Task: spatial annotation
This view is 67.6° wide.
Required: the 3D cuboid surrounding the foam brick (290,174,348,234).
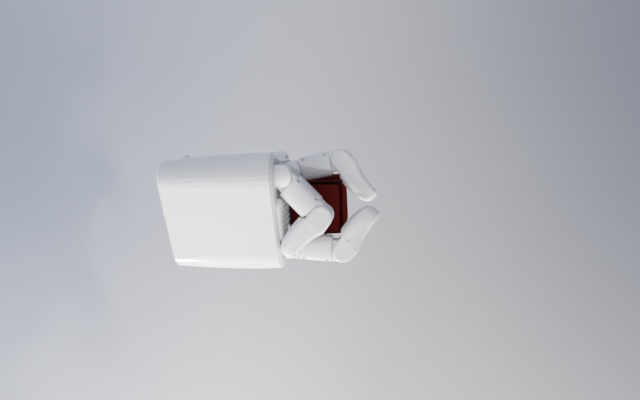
[{"bbox_3d":[0.000,0.002,0.493,0.051,0.053,0.078,-2,7,7],"label":"foam brick"}]
